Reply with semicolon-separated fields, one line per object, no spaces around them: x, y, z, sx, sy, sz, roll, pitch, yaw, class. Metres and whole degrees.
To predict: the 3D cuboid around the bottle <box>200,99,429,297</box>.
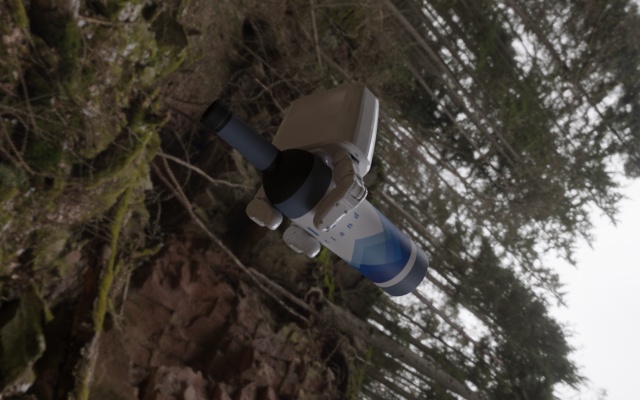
0.000;0.002;0.498;0.296;0.069;0.069;40;-21;-28;bottle
